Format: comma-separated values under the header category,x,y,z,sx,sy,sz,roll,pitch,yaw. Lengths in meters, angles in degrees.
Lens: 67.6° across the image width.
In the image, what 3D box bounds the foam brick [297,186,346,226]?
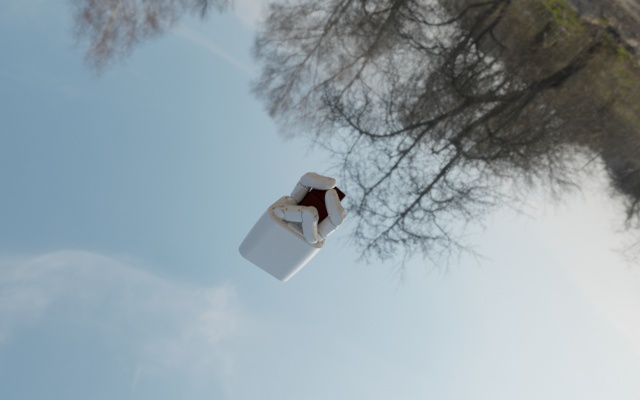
category,x,y,z,sx,sy,sz,roll,pitch,yaw
foam brick,0.000,0.003,0.837,0.051,0.053,0.078,-49,-2,28
